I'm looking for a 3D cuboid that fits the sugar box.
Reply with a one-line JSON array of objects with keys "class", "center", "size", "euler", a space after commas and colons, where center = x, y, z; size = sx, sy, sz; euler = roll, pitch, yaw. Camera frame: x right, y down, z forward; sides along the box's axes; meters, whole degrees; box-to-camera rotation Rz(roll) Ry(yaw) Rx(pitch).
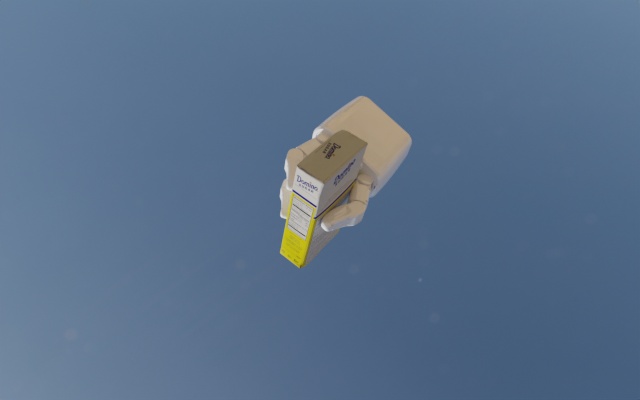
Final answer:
[{"class": "sugar box", "center": [0.000, 0.002, 0.605], "size": [0.048, 0.176, 0.093], "euler": [33, 51, 18]}]
